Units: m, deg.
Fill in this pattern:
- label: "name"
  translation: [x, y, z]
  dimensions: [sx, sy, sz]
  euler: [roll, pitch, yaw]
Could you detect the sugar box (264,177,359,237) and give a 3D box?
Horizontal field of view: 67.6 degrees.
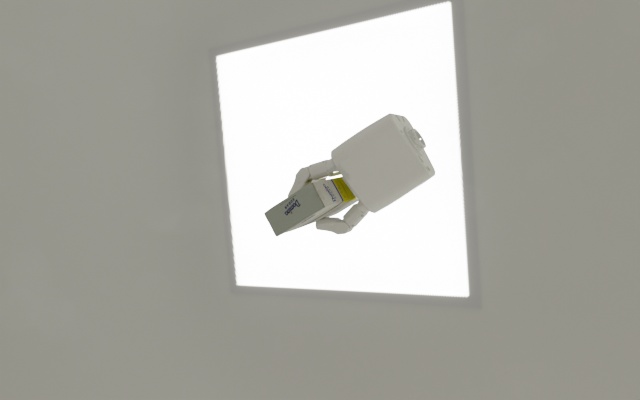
- label: "sugar box"
  translation: [0.000, 0.002, 0.728]
  dimensions: [0.093, 0.048, 0.176]
  euler: [-32, -10, 25]
